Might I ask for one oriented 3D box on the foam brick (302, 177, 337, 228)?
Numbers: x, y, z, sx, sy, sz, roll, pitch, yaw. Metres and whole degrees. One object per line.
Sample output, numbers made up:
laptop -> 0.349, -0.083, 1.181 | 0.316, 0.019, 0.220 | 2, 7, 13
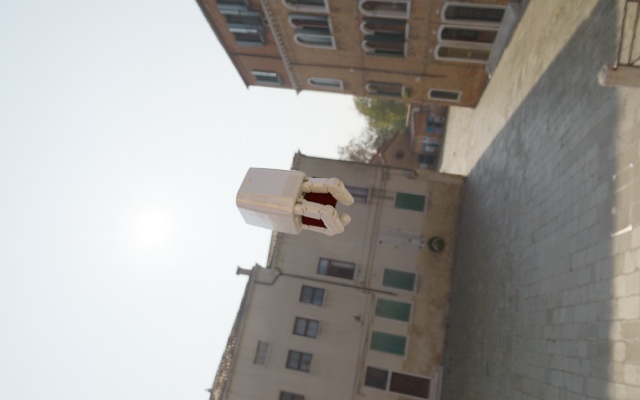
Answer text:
foam brick -> 0.000, 0.003, 0.871 | 0.051, 0.078, 0.053 | 9, -42, 9
